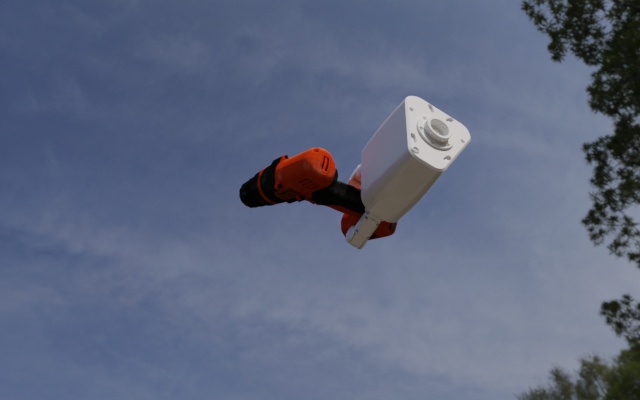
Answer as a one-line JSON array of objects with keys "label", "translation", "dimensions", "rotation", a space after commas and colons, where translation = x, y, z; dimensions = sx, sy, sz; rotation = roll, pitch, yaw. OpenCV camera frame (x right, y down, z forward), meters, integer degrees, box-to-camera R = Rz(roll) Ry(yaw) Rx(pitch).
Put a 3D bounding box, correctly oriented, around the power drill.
[{"label": "power drill", "translation": [0.001, 0.002, 0.658], "dimensions": [0.188, 0.057, 0.184], "rotation": [25, -25, -32]}]
